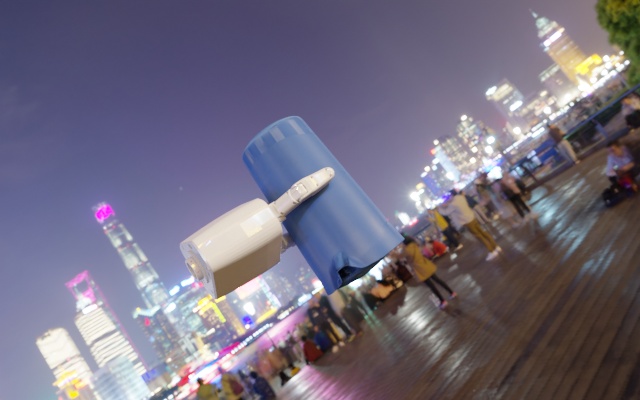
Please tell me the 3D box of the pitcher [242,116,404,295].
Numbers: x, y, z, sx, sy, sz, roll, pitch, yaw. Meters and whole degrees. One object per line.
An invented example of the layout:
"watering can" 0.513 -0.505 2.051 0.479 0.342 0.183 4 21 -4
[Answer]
"pitcher" 0.000 0.002 0.694 0.145 0.243 0.149 -32 -9 -25
